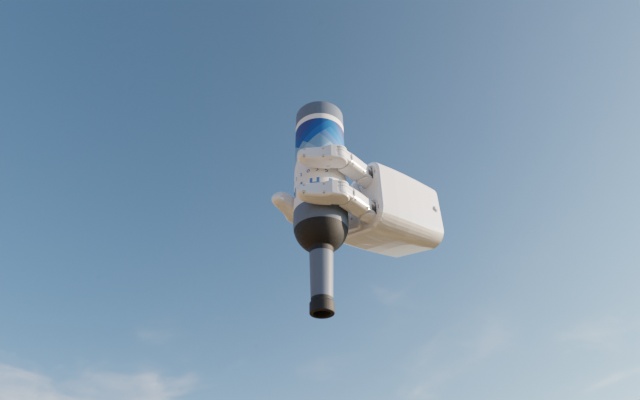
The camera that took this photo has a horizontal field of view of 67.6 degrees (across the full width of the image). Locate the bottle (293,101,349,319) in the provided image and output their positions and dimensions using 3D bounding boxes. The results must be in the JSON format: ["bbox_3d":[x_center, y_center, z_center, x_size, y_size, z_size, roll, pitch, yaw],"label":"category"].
[{"bbox_3d":[0.000,0.002,0.592,0.069,0.295,0.069,-1,-36,0],"label":"bottle"}]
